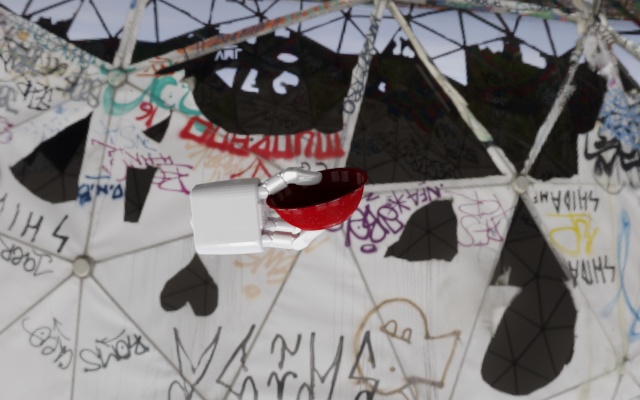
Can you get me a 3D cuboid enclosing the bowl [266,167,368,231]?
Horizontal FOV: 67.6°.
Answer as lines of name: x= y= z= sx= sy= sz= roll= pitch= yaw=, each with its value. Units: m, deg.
bowl: x=0.001 y=0.003 z=0.737 sx=0.162 sy=0.055 sz=0.162 roll=-14 pitch=20 yaw=5
